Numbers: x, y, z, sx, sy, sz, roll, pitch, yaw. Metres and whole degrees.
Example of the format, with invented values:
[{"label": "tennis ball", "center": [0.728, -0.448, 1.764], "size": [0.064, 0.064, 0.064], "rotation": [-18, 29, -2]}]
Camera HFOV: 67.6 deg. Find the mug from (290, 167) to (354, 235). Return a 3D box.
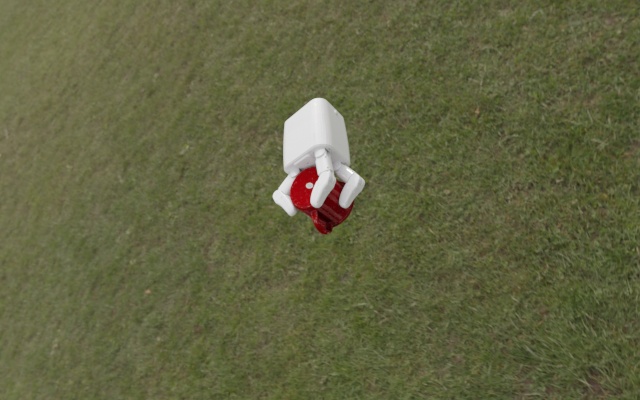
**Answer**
[{"label": "mug", "center": [0.000, 0.004, 0.834], "size": [0.093, 0.117, 0.081], "rotation": [-16, -31, 28]}]
